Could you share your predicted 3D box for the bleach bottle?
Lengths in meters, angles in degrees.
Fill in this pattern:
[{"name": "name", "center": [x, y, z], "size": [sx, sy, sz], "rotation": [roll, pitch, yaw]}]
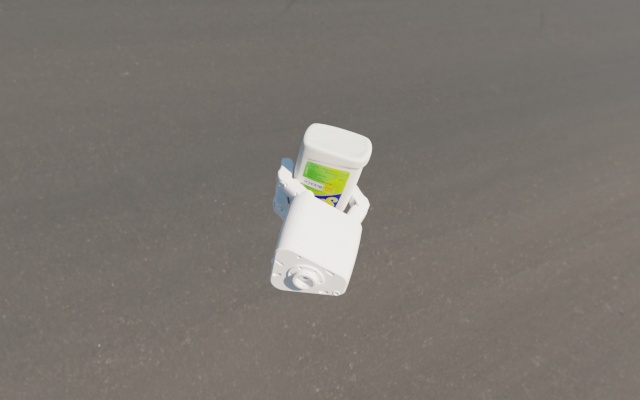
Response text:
[{"name": "bleach bottle", "center": [0.000, 0.002, 0.759], "size": [0.102, 0.251, 0.068], "rotation": [17, 44, 3]}]
